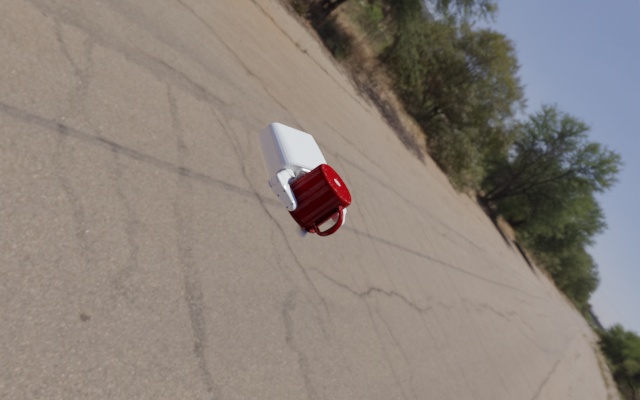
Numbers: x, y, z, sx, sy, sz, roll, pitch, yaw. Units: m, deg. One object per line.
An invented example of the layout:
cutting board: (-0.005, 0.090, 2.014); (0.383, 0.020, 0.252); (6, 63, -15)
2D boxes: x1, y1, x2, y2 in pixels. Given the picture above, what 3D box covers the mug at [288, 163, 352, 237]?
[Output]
mug: (0.001, 0.003, 0.766); (0.081, 0.117, 0.093); (-35, -36, 17)
